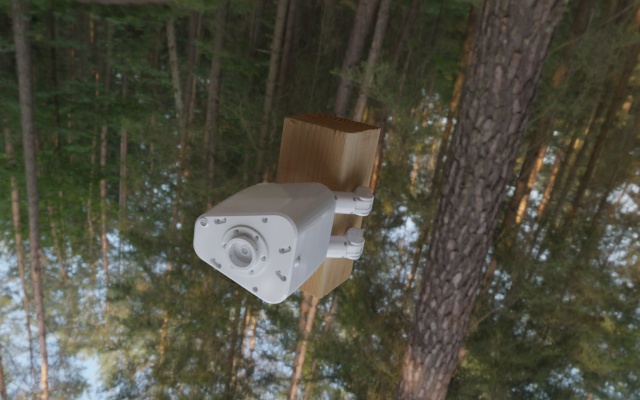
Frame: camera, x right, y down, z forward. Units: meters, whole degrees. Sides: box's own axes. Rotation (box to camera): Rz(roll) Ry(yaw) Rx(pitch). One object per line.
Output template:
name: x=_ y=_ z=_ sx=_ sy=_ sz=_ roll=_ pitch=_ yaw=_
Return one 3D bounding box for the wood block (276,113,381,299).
wood block: x=0.000 y=0.002 z=0.601 sx=0.091 sy=0.206 sz=0.090 roll=19 pitch=21 yaw=25
